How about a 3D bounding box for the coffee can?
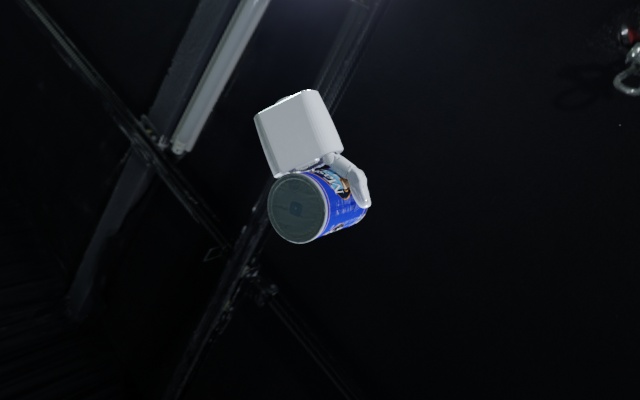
[{"bbox_3d":[0.000,0.003,0.744,0.103,0.103,0.140,0,8,32],"label":"coffee can"}]
